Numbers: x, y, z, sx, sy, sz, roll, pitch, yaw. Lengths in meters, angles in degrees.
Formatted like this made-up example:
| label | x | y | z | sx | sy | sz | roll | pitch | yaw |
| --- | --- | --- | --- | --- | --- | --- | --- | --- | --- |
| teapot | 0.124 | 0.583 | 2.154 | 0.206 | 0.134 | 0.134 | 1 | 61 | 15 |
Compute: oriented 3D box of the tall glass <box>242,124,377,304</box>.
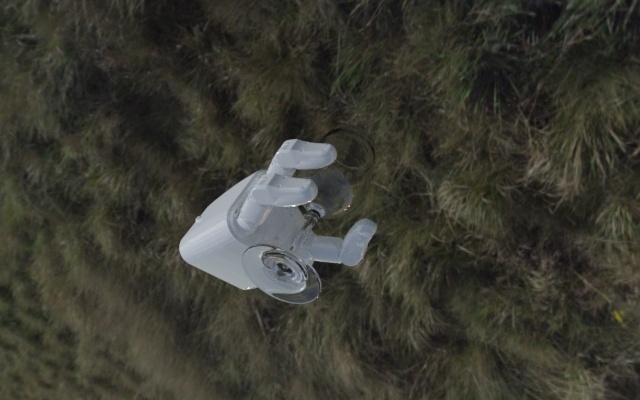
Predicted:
| label | x | y | z | sx | sy | sz | roll | pitch | yaw |
| --- | --- | --- | --- | --- | --- | --- | --- | --- | --- |
| tall glass | 0.000 | 0.002 | 0.478 | 0.079 | 0.079 | 0.201 | 0 | 39 | 27 |
